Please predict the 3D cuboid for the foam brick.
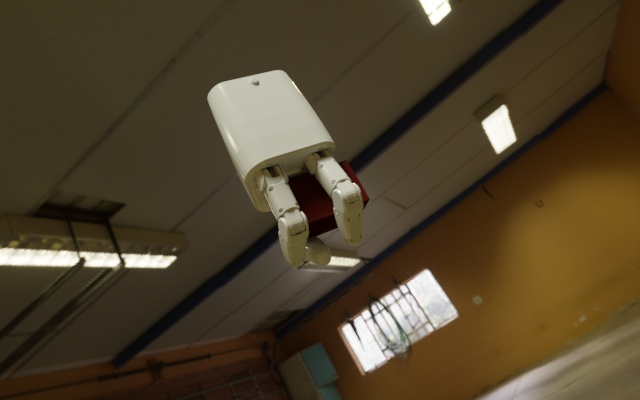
[{"bbox_3d":[0.000,0.002,0.488,0.078,0.051,0.053,-20,-21,-25],"label":"foam brick"}]
